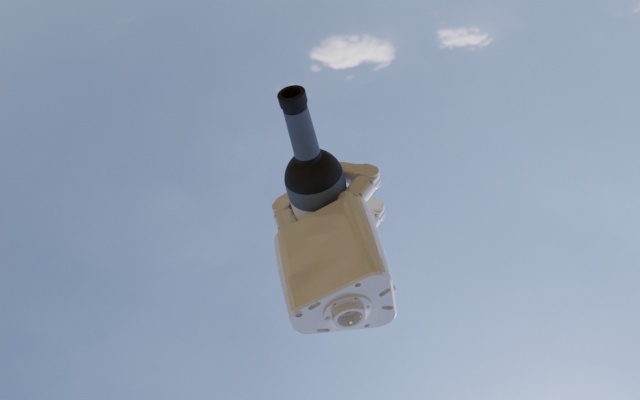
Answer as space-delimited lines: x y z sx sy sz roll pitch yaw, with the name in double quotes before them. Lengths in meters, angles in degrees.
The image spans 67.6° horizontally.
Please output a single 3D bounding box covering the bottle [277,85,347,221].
"bottle" 0.000 0.002 0.551 0.069 0.296 0.069 -8 44 8
